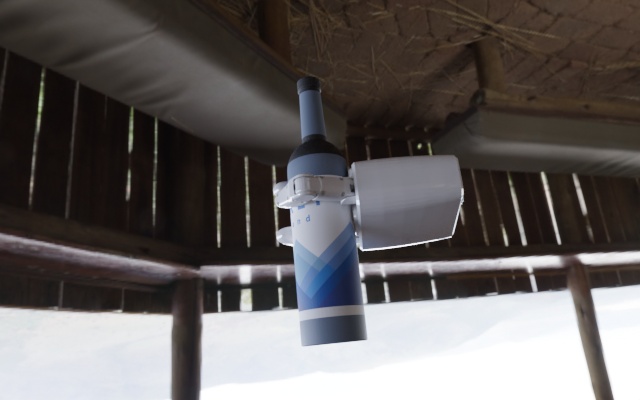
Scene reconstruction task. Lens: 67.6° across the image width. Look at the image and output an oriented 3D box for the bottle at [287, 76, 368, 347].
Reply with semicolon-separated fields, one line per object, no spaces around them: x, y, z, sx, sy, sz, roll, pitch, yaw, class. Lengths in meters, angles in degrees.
0.000;0.002;0.516;0.069;0.295;0.069;-5;-17;-2;bottle
